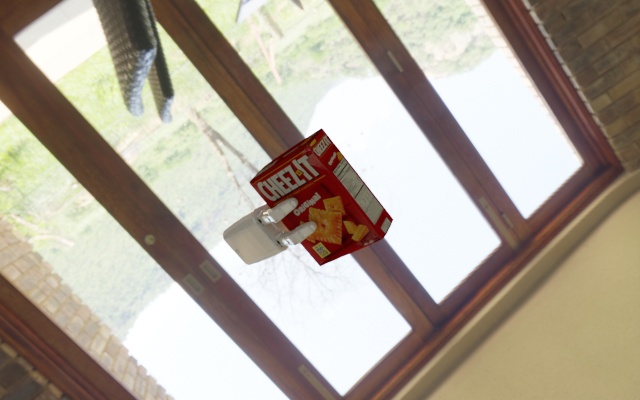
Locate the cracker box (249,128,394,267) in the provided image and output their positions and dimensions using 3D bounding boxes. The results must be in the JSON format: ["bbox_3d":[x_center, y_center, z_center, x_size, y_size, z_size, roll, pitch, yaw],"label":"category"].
[{"bbox_3d":[0.000,0.003,0.859,0.164,0.214,0.072,-28,18,39],"label":"cracker box"}]
